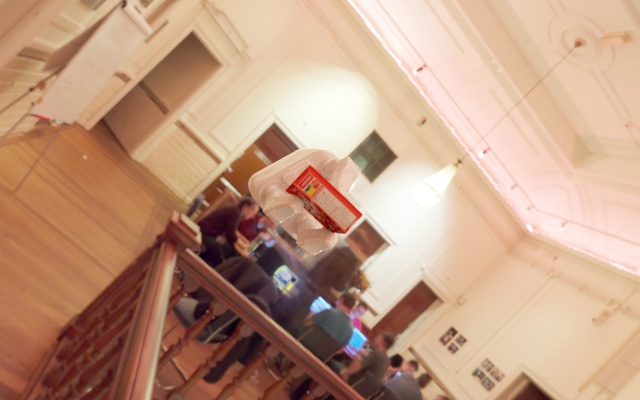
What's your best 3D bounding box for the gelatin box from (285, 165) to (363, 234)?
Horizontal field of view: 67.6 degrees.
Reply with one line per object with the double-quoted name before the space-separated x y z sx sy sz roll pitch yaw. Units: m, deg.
"gelatin box" 0.000 0.001 0.507 0.073 0.030 0.089 44 -9 -5
